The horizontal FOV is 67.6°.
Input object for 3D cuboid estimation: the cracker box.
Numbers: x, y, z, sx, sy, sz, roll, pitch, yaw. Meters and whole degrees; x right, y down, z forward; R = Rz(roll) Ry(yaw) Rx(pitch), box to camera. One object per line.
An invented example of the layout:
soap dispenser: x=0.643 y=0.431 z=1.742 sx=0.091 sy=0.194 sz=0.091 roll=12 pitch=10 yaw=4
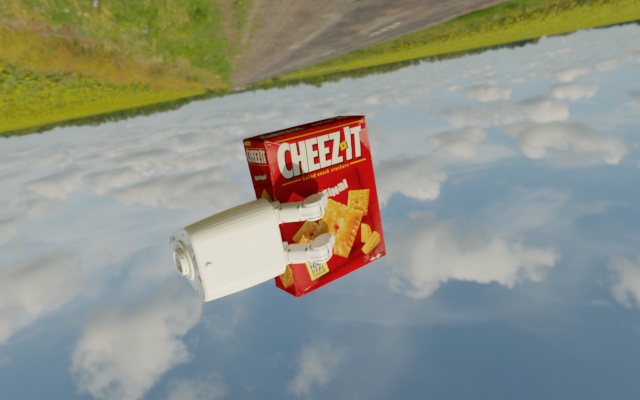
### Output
cracker box: x=0.000 y=0.002 z=0.662 sx=0.164 sy=0.214 sz=0.072 roll=-19 pitch=17 yaw=-31
